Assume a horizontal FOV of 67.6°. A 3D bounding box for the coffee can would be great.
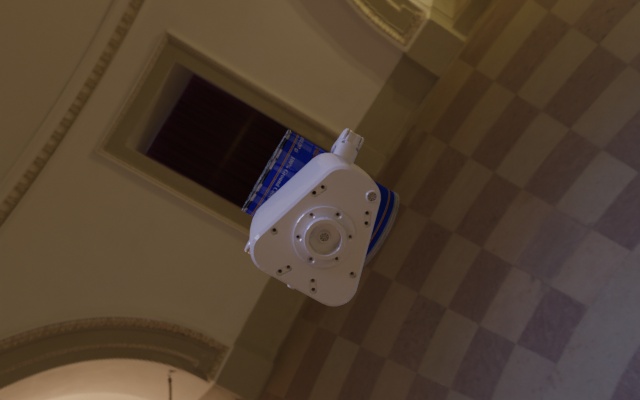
[{"bbox_3d":[0.000,0.002,0.523,0.140,0.103,0.103,30,-5,-9],"label":"coffee can"}]
